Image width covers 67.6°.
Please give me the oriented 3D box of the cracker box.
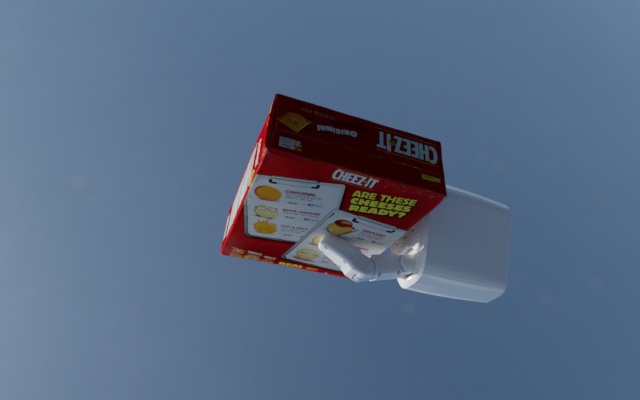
[{"bbox_3d":[0.000,0.002,0.491,0.164,0.072,0.214,13,-33,-15],"label":"cracker box"}]
